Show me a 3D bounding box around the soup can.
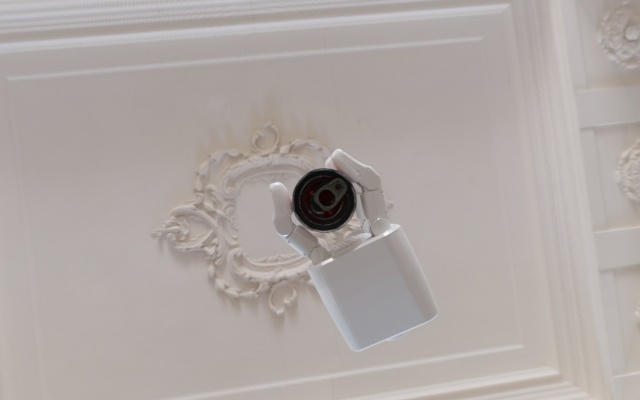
[{"bbox_3d":[0.000,0.001,0.544,0.068,0.068,0.102,0,-2,-5],"label":"soup can"}]
